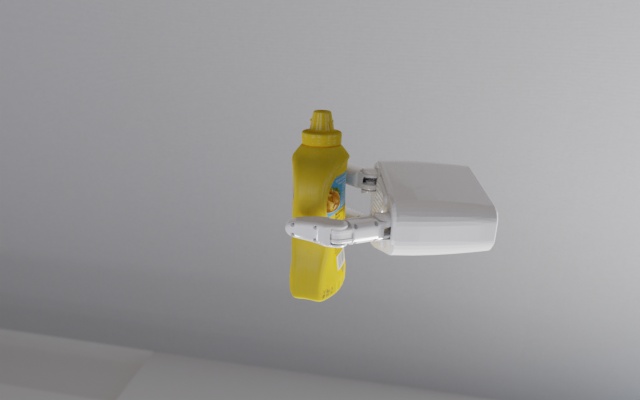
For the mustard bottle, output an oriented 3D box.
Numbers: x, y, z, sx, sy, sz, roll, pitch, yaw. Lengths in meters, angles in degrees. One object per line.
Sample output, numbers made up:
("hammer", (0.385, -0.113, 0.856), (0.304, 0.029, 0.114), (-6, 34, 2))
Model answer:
("mustard bottle", (0.000, 0.002, 0.505), (0.058, 0.192, 0.096), (7, 19, 15))
